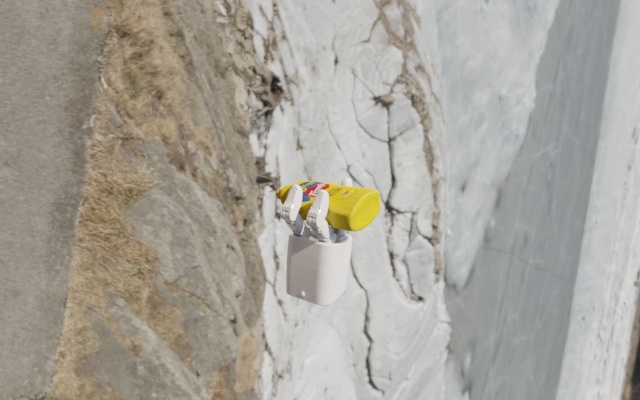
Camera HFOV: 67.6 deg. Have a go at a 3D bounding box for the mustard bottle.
[{"bbox_3d":[0.000,0.002,0.821,0.191,0.058,0.096,10,33,35],"label":"mustard bottle"}]
